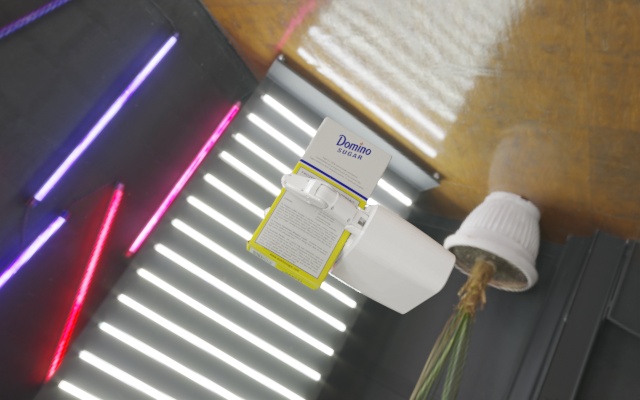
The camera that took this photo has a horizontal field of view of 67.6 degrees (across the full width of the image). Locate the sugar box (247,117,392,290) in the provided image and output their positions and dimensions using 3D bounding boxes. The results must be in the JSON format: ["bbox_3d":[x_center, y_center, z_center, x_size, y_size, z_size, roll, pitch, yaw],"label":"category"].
[{"bbox_3d":[0.000,0.002,0.546,0.093,0.176,0.048,32,-19,-2],"label":"sugar box"}]
